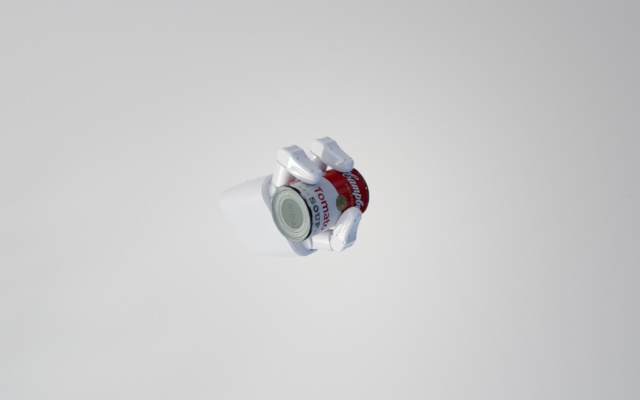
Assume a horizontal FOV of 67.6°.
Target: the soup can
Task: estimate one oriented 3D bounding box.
[{"bbox_3d":[0.000,0.002,0.561,0.068,0.068,0.102,0,15,45],"label":"soup can"}]
